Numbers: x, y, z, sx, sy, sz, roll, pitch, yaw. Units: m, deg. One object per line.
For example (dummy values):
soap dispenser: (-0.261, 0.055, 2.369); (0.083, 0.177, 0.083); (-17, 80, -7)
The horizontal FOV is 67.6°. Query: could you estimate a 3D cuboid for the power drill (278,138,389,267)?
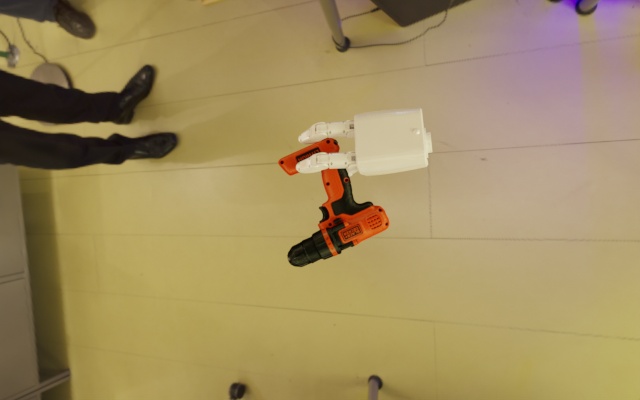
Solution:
power drill: (0.000, 0.002, 0.809); (0.184, 0.187, 0.057); (-25, 2, 1)
